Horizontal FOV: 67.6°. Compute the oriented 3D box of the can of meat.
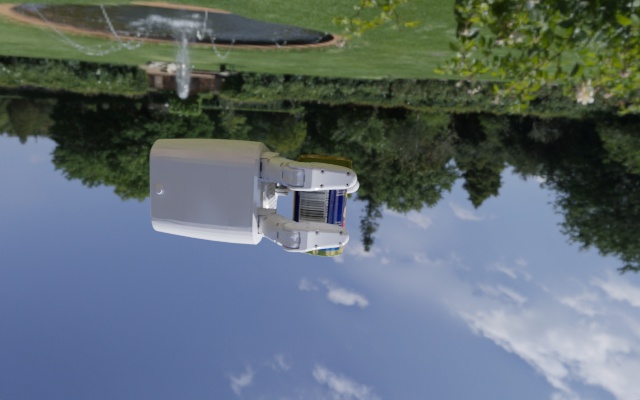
[{"bbox_3d":[0.000,0.002,0.487,0.057,0.084,0.102,5,12,2],"label":"can of meat"}]
